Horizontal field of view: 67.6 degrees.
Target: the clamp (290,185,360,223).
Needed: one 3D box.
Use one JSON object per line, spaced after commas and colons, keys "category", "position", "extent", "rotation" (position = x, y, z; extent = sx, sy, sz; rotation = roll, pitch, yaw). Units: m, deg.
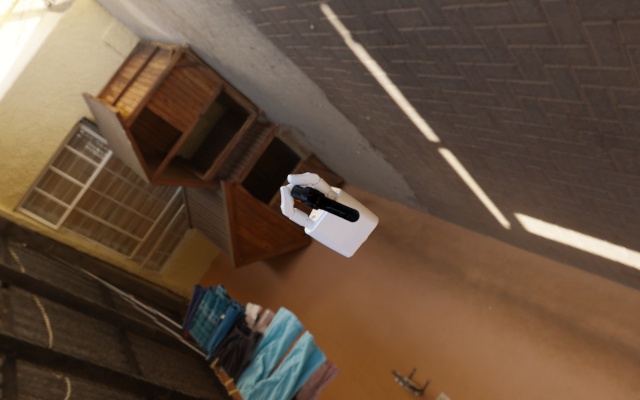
{"category": "clamp", "position": [0.000, 0.003, 0.897], "extent": [0.120, 0.039, 0.171], "rotation": [32, -3, -17]}
